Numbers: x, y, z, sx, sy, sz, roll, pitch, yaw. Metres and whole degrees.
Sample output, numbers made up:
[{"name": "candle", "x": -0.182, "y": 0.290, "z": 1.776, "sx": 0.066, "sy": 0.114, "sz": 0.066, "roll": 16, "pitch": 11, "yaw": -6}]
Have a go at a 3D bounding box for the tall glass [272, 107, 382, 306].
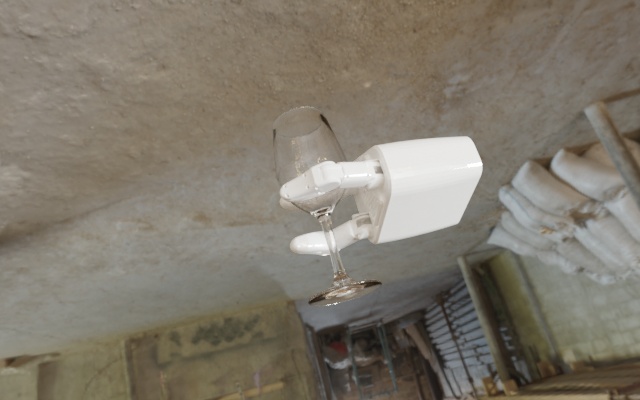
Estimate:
[{"name": "tall glass", "x": 0.000, "y": 0.002, "z": 0.499, "sx": 0.079, "sy": 0.201, "sz": 0.079, "roll": -13, "pitch": -22, "yaw": -5}]
